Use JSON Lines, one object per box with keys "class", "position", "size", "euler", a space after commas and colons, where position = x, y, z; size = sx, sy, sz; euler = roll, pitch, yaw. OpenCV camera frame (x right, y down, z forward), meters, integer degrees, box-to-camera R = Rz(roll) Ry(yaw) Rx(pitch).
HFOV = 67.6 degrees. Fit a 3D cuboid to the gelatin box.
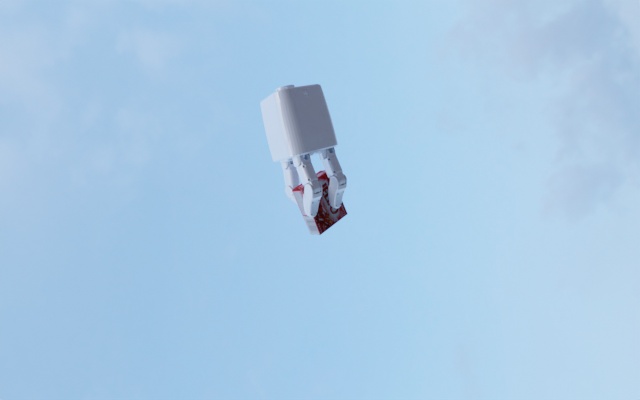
{"class": "gelatin box", "position": [0.000, 0.003, 0.808], "size": [0.030, 0.089, 0.073], "euler": [-1, 27, 49]}
